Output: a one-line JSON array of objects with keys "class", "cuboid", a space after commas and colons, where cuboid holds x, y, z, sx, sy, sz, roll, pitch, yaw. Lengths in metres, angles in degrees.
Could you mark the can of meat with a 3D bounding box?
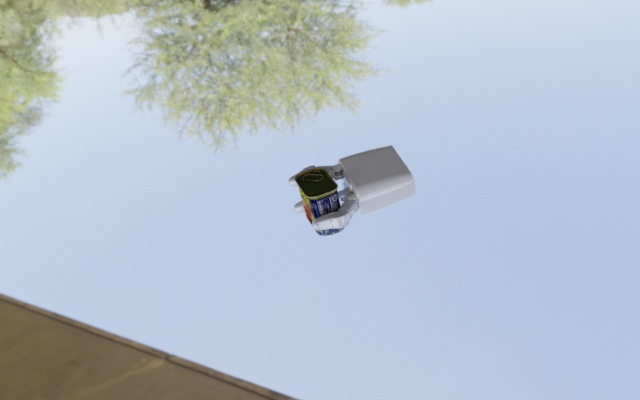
[{"class": "can of meat", "cuboid": [0.000, 0.003, 0.830, 0.057, 0.084, 0.102, -20, 30, -10]}]
